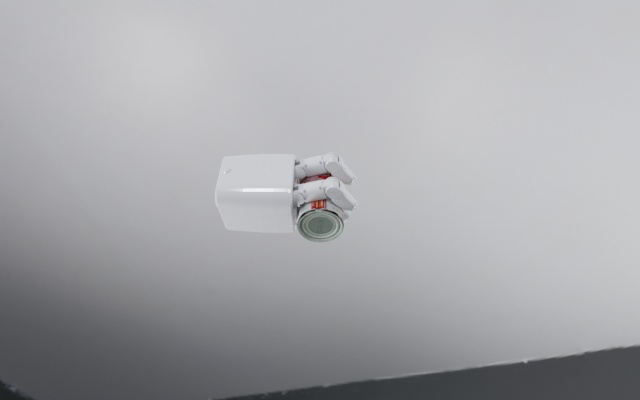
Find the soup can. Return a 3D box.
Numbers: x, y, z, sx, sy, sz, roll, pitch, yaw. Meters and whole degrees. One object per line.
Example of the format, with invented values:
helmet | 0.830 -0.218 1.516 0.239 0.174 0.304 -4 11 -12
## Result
soup can | 0.001 0.003 0.703 0.068 0.069 0.102 0 44 1
